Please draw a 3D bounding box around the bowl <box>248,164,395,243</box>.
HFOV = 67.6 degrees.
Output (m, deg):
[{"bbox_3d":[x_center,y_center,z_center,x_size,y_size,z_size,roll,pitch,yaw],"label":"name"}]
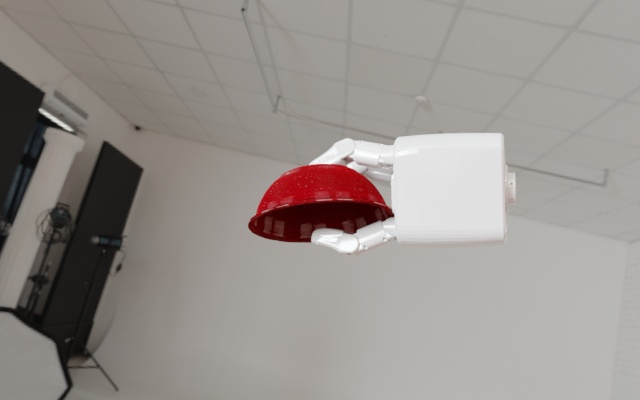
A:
[{"bbox_3d":[-0.001,0.001,0.531,0.162,0.055,0.162,-4,-19,-1],"label":"bowl"}]
